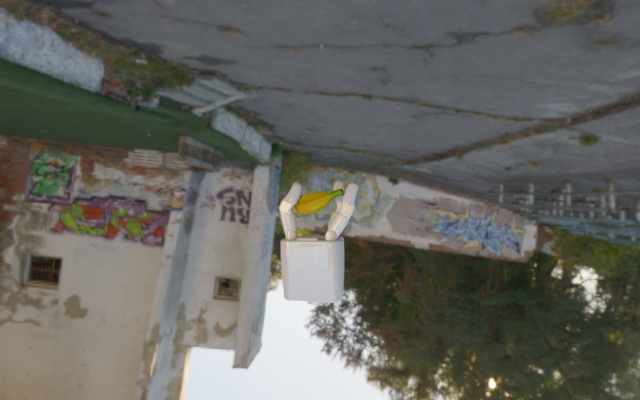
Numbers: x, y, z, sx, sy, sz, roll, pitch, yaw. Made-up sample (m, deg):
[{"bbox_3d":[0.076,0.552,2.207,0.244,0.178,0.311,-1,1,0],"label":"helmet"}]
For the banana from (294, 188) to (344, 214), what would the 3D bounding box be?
[{"bbox_3d":[-0.017,0.005,0.882,0.069,0.037,0.198,-8,0,-16],"label":"banana"}]
